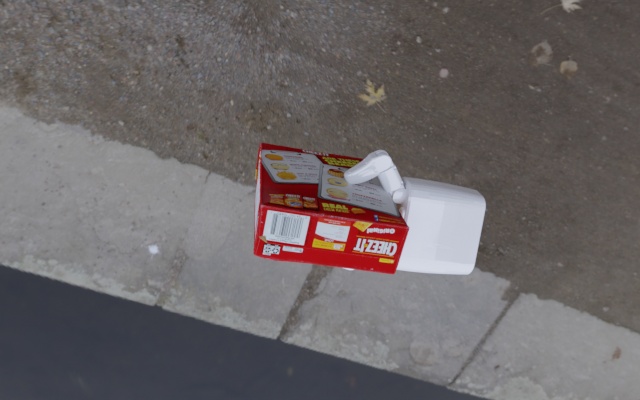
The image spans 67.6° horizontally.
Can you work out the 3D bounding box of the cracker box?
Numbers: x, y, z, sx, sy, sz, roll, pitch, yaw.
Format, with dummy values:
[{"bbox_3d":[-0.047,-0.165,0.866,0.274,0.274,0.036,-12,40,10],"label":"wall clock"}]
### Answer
[{"bbox_3d":[0.000,0.002,0.602,0.164,0.072,0.213,8,23,-11],"label":"cracker box"}]
